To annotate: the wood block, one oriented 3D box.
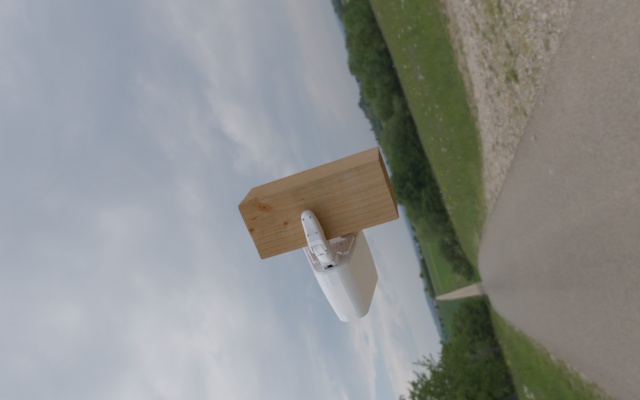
[{"bbox_3d":[0.000,0.003,0.694,0.206,0.090,0.090,-18,17,11],"label":"wood block"}]
